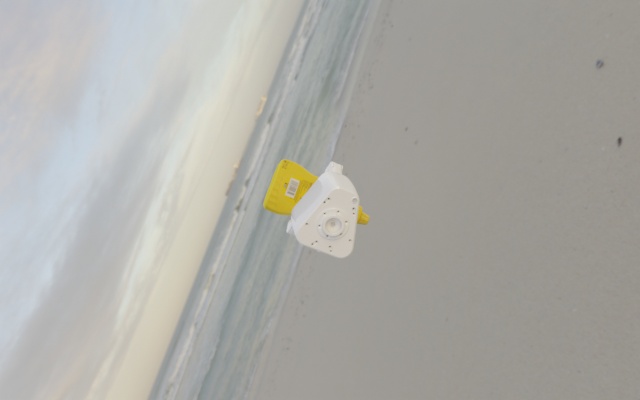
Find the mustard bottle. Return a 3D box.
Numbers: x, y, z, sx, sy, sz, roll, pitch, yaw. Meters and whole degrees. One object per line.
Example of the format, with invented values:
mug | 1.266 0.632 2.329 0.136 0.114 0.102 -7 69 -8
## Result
mustard bottle | 0.000 0.003 0.869 0.191 0.096 0.058 21 -12 -10
